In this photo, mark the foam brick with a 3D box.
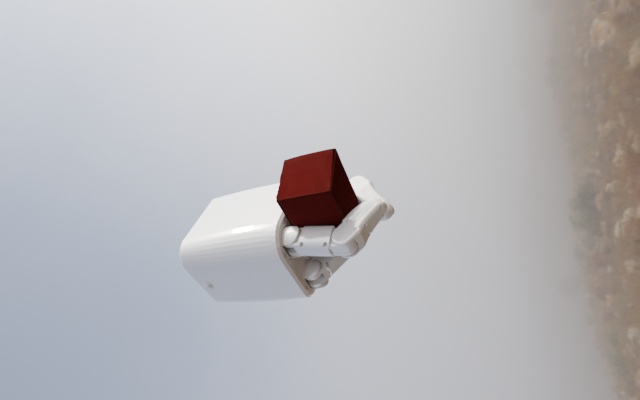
[{"bbox_3d":[0.000,0.001,0.435,0.051,0.053,0.078,-9,-44,19],"label":"foam brick"}]
